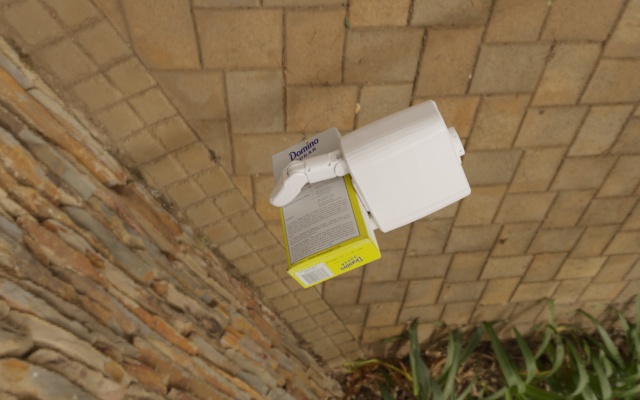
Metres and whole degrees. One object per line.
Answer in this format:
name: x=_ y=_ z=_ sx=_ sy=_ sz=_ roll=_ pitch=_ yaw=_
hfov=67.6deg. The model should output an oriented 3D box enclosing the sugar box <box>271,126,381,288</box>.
sugar box: x=0.000 y=0.002 z=0.542 sx=0.093 sy=0.176 sz=0.048 roll=-23 pitch=-45 yaw=13
